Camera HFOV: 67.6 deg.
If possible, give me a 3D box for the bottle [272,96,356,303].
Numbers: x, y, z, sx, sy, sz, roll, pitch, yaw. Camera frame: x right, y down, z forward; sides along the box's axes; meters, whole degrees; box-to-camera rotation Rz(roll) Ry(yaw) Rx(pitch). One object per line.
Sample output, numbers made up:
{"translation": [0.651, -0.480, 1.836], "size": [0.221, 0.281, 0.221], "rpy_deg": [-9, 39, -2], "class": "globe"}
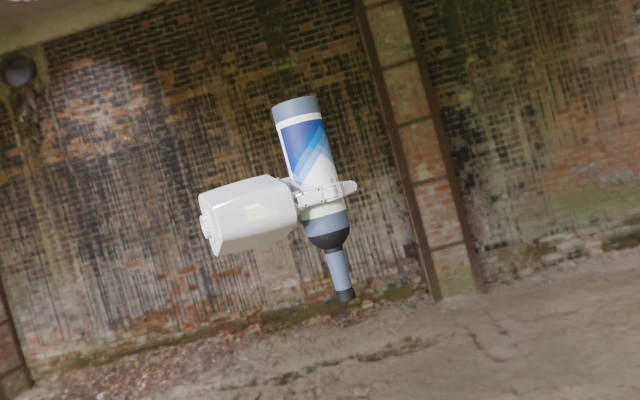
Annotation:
{"translation": [0.000, 0.002, 0.690], "size": [0.069, 0.296, 0.069], "rpy_deg": [-15, 2, 0], "class": "bottle"}
